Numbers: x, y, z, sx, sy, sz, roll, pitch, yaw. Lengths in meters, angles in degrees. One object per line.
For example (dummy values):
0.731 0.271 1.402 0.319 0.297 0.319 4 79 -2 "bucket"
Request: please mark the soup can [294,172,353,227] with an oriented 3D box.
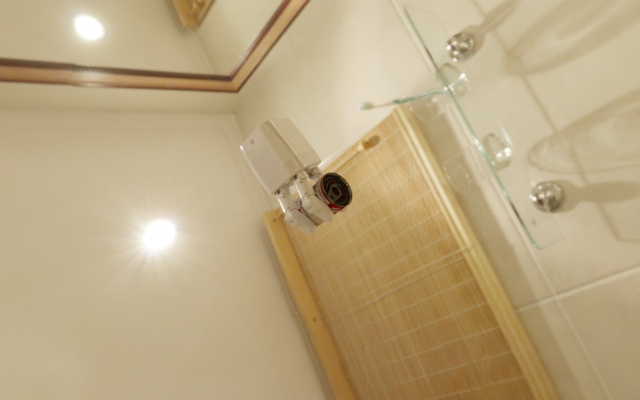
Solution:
0.000 0.003 0.868 0.068 0.068 0.102 0 -27 -42 "soup can"
